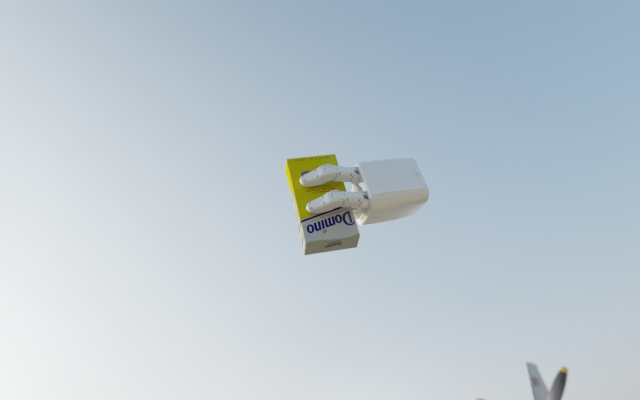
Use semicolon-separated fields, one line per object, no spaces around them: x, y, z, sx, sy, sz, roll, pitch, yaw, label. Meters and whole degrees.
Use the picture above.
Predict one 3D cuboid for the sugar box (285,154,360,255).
0.000;0.002;0.815;0.093;0.176;0.048;-8;-36;-12;sugar box
